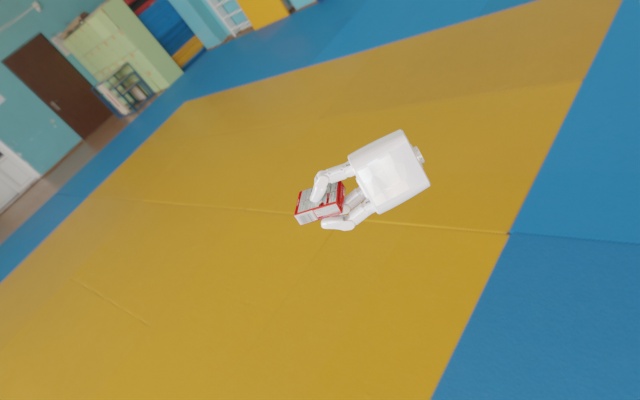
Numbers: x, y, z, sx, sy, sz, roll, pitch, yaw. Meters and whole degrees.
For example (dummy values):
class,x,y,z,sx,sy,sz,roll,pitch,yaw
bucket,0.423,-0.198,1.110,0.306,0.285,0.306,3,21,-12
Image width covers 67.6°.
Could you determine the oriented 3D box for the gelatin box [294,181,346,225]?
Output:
class,x,y,z,sx,sy,sz,roll,pitch,yaw
gelatin box,0.000,0.003,0.879,0.089,0.030,0.073,-17,34,19
